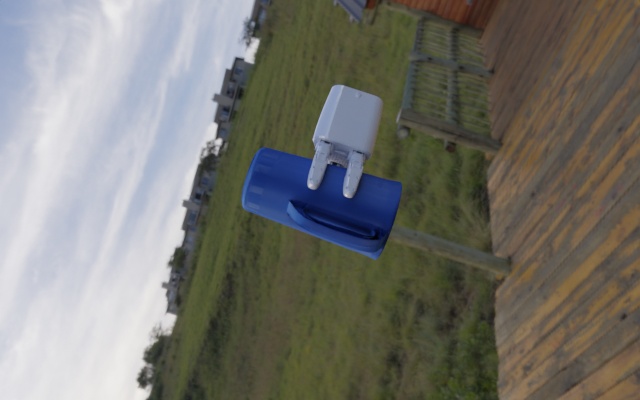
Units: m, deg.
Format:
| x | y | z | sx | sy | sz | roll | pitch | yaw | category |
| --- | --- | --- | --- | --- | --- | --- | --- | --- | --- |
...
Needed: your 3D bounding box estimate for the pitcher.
| x | y | z | sx | sy | sz | roll | pitch | yaw | category |
| --- | --- | --- | --- | --- | --- | --- | --- | --- | --- |
| 0.000 | 0.002 | 0.769 | 0.243 | 0.145 | 0.149 | 17 | -18 | 0 | pitcher |
